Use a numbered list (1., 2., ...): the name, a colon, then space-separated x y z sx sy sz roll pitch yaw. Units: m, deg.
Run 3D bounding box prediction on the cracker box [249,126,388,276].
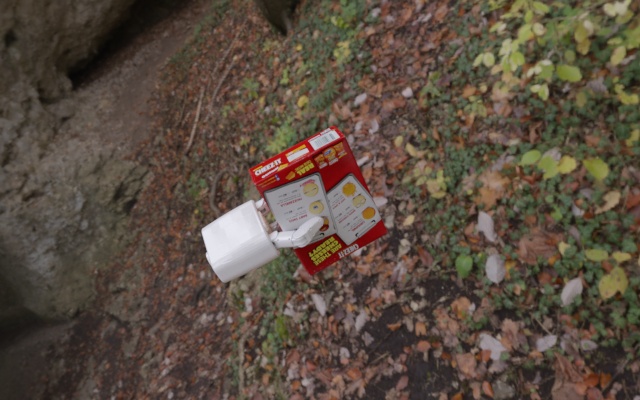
1. cracker box: 0.000 0.003 0.823 0.164 0.214 0.072 -29 32 -1
